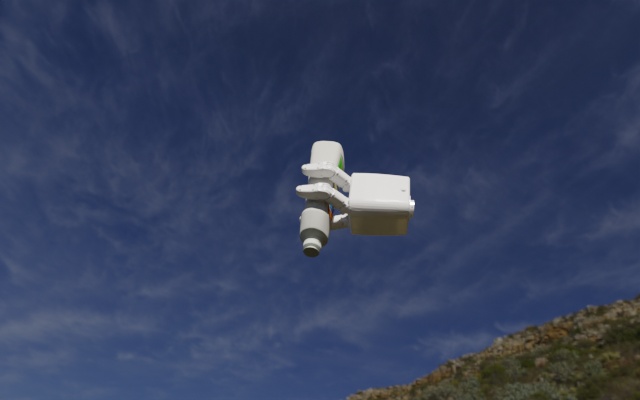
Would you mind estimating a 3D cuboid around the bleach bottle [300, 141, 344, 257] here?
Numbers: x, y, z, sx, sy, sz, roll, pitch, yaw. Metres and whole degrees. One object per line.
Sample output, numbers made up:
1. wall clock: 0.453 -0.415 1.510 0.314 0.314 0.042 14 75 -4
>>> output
1. bleach bottle: 0.000 0.003 0.895 0.068 0.250 0.103 3 -43 7
